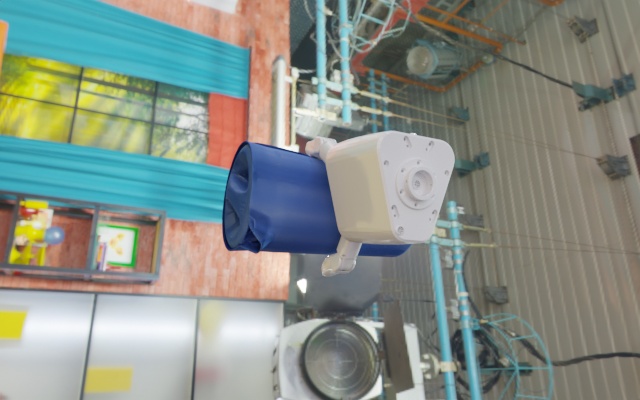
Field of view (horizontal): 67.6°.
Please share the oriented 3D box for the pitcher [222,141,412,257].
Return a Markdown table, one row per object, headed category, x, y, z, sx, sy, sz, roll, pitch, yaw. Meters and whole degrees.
| category | x | y | z | sx | sy | sz | roll | pitch | yaw |
| --- | --- | --- | --- | --- | --- | --- | --- | --- | --- |
| pitcher | 0.000 | 0.002 | 0.624 | 0.243 | 0.149 | 0.145 | 9 | -6 | -24 |
